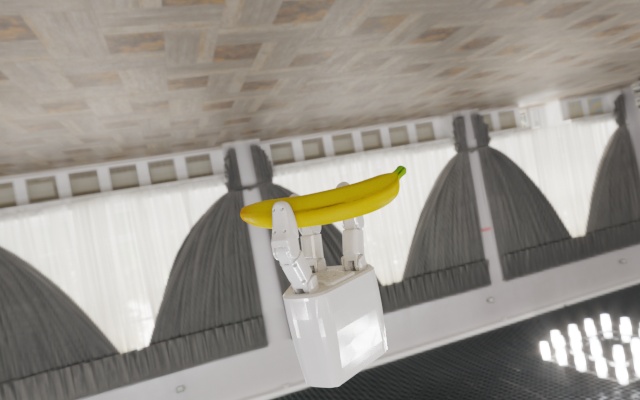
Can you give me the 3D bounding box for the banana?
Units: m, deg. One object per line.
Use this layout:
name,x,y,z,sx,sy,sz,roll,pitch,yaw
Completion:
banana,0.003,0.005,0.523,0.198,0.037,0.069,-13,10,5
